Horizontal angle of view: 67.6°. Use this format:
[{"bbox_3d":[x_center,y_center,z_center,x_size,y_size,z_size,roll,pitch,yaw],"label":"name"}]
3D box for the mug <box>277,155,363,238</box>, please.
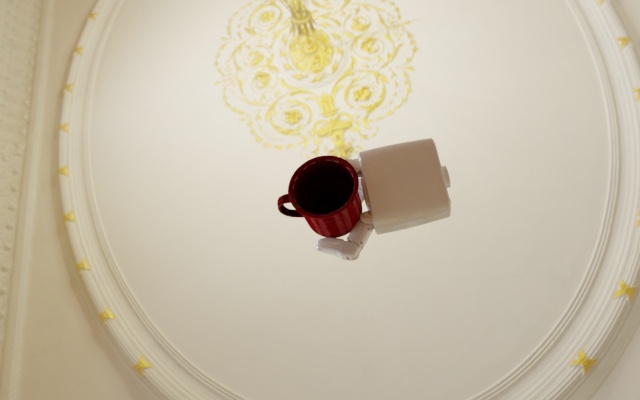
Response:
[{"bbox_3d":[-0.001,0.003,0.645,0.117,0.093,0.081,-12,-30,8],"label":"mug"}]
